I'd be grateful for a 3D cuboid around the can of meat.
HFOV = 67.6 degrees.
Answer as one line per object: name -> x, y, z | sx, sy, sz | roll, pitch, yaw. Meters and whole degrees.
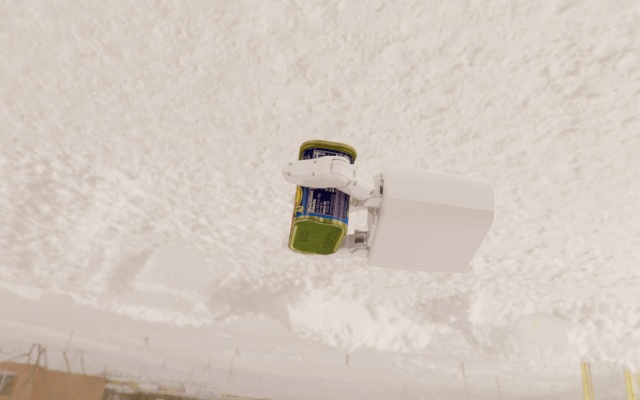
can of meat -> 0.000, 0.002, 0.482 | 0.057, 0.084, 0.102 | 8, -24, -4
